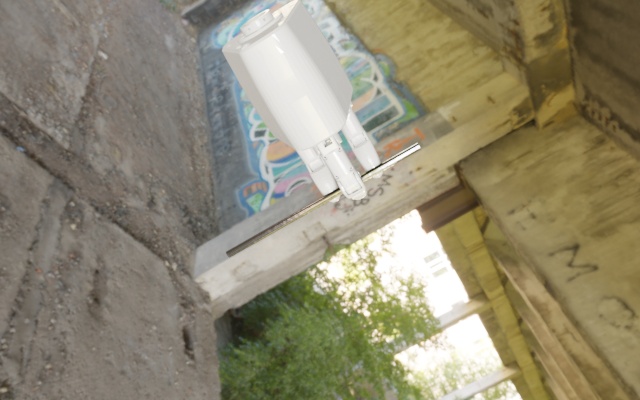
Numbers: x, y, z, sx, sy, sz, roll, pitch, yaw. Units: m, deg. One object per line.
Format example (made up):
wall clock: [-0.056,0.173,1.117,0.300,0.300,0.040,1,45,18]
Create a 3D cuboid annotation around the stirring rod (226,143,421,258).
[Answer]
stirring rod: [0.000,0.002,0.518,0.239,0.011,0.011,-30,-4,8]
